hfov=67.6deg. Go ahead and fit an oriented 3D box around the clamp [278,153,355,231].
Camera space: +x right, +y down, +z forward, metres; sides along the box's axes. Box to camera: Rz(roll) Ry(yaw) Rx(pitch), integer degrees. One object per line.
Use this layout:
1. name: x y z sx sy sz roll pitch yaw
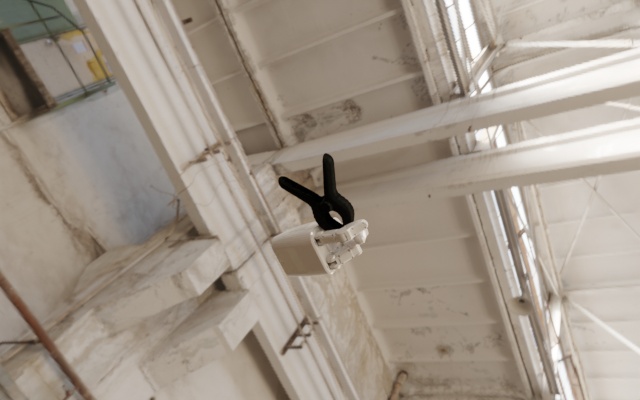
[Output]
1. clamp: 0.001 0.003 0.877 0.120 0.171 0.039 -12 23 34
